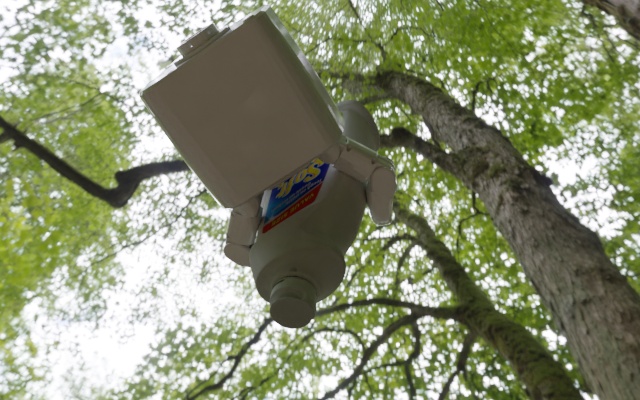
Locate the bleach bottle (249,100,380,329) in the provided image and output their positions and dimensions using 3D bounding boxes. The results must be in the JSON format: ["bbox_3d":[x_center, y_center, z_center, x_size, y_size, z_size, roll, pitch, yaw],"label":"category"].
[{"bbox_3d":[0.000,0.001,0.406,0.102,0.068,0.250,-24,27,19],"label":"bleach bottle"}]
